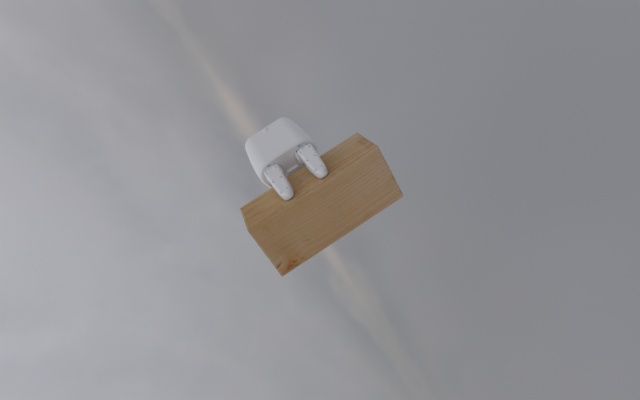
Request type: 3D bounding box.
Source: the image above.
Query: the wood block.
[{"bbox_3d":[0.000,0.002,0.688,0.206,0.091,0.090,-34,27,-2],"label":"wood block"}]
